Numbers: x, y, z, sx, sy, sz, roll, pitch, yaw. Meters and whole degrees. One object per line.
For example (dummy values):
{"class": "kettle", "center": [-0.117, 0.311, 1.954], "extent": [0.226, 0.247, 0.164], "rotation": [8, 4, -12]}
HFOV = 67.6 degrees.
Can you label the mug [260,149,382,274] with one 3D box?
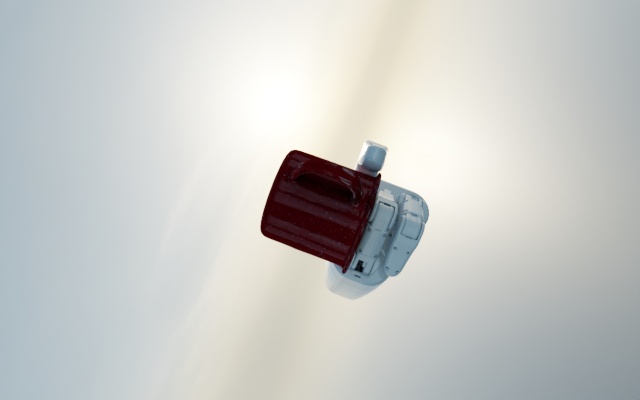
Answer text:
{"class": "mug", "center": [0.000, 0.001, 0.402], "extent": [0.081, 0.093, 0.117], "rotation": [20, -23, 2]}
